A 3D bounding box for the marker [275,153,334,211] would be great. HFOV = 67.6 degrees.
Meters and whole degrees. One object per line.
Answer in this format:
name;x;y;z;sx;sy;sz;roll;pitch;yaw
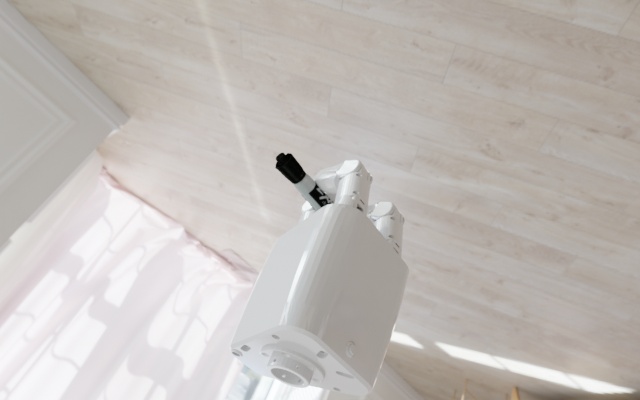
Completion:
marker;0.000;0.001;0.441;0.020;0.020;0.121;0;-42;52
